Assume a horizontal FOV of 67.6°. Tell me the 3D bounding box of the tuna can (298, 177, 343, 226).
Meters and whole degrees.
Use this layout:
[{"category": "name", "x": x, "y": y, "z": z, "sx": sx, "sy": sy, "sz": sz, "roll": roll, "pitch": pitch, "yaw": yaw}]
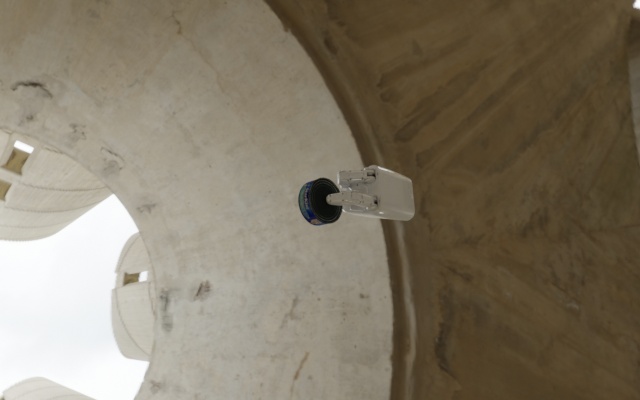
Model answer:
[{"category": "tuna can", "x": 0.000, "y": 0.003, "z": 0.879, "sx": 0.086, "sy": 0.086, "sz": 0.034, "roll": 0, "pitch": -11, "yaw": -45}]
